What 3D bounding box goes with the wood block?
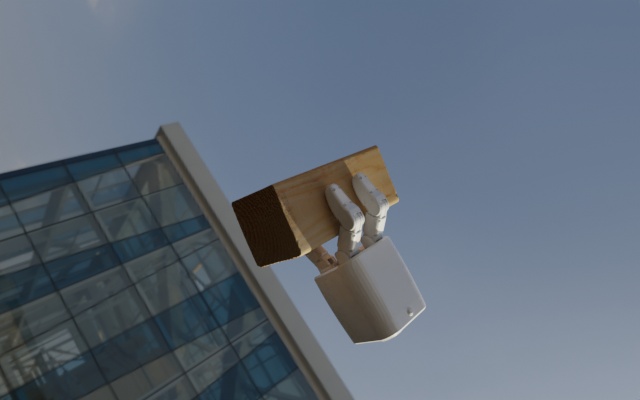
[{"bbox_3d":[0.000,0.002,0.632,0.091,0.090,0.206,-21,2,45],"label":"wood block"}]
